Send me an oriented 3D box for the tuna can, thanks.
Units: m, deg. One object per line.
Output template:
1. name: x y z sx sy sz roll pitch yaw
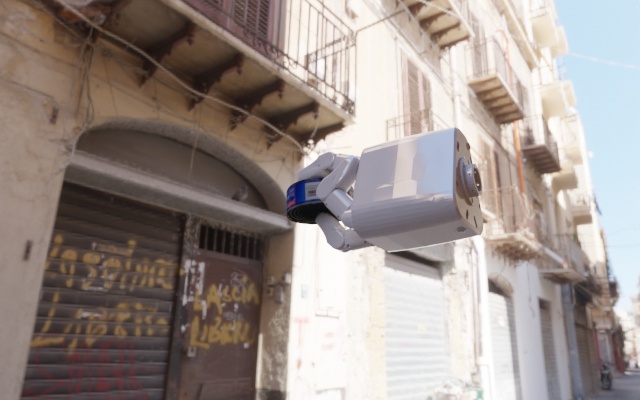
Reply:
1. tuna can: 0.000 0.001 0.593 0.086 0.033 0.086 -3 -20 -1
